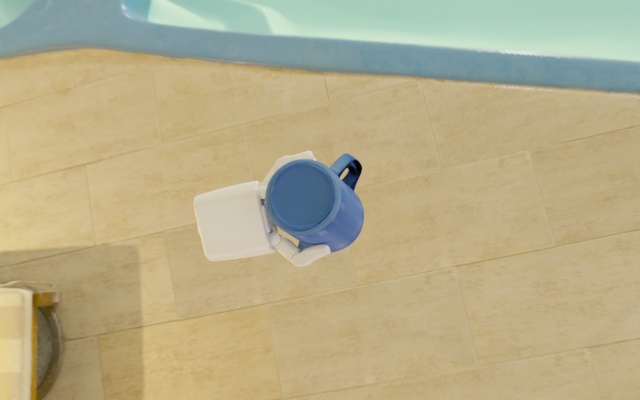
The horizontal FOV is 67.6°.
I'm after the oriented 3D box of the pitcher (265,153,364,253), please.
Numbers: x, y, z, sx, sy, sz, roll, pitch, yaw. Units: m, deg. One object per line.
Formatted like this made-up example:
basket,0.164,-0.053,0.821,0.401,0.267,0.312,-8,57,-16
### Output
pitcher,0.000,0.003,0.762,0.145,0.149,0.243,-10,-10,8
